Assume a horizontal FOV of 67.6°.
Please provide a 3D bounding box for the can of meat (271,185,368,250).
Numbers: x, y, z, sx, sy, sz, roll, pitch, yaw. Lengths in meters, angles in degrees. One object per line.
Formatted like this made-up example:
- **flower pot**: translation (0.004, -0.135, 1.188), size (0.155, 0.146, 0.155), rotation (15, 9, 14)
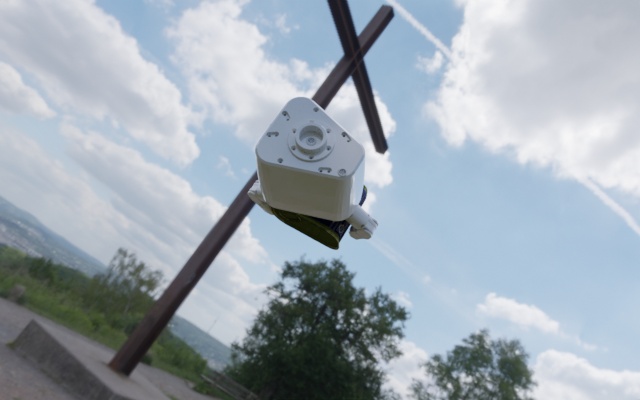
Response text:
- **can of meat**: translation (0.000, 0.002, 0.627), size (0.102, 0.084, 0.057), rotation (28, -21, 14)
